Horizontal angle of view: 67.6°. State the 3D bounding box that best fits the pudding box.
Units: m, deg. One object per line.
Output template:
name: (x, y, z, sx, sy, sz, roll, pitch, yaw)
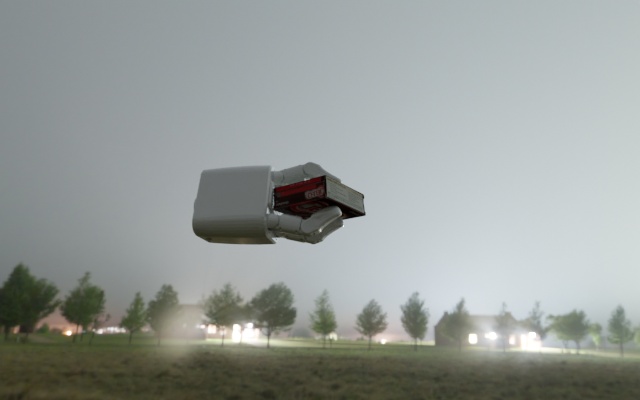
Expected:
pudding box: (0.000, 0.002, 0.691, 0.090, 0.039, 0.113, -12, -18, 32)
